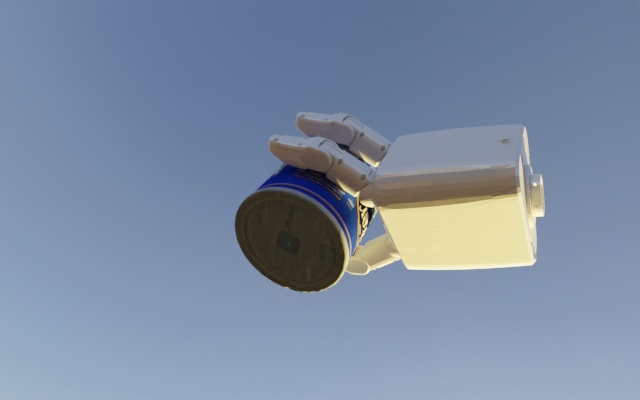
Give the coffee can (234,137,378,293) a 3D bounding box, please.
[{"bbox_3d":[0.000,0.002,0.447,0.103,0.103,0.140,0,30,27],"label":"coffee can"}]
